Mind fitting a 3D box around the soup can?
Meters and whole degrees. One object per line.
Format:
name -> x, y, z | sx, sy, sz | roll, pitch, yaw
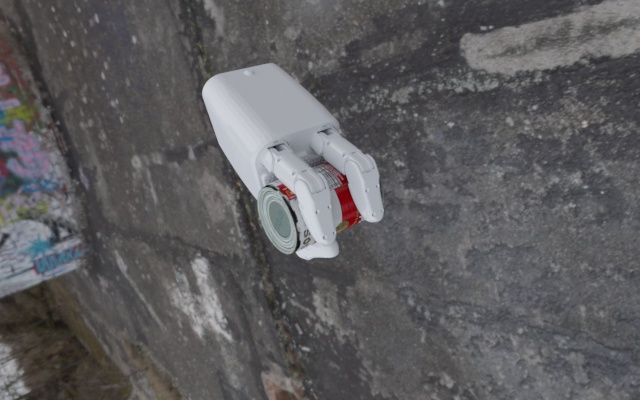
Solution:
soup can -> 0.000, 0.002, 0.454 | 0.102, 0.068, 0.068 | -23, 12, -31
